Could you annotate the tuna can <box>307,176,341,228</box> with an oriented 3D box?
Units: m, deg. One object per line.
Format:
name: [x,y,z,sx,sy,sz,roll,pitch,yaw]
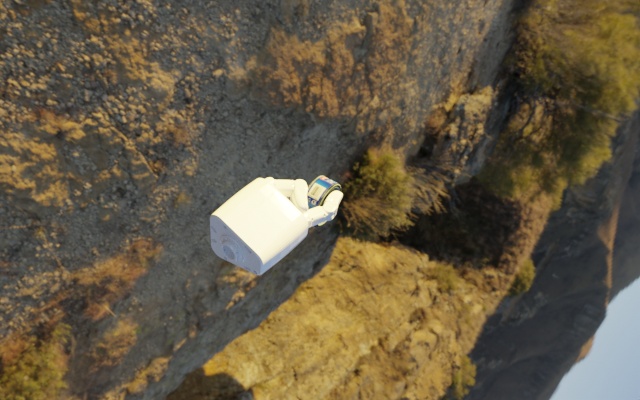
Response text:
tuna can: [0.001,0.003,0.818,0.033,0.086,0.086,27,10,20]
